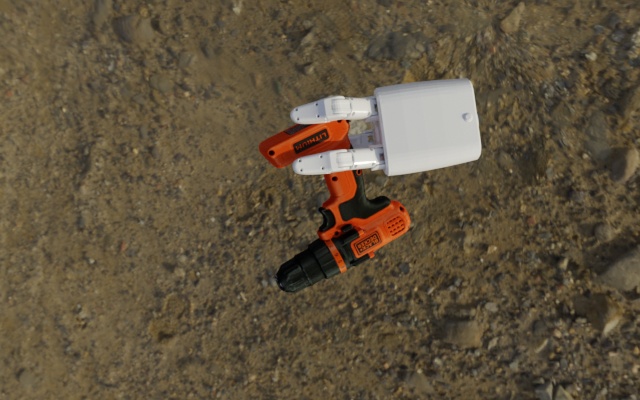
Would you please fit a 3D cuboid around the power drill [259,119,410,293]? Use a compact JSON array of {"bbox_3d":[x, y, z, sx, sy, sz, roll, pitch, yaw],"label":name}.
[{"bbox_3d":[0.000,0.001,0.571,0.184,0.188,0.057,-29,22,-10],"label":"power drill"}]
